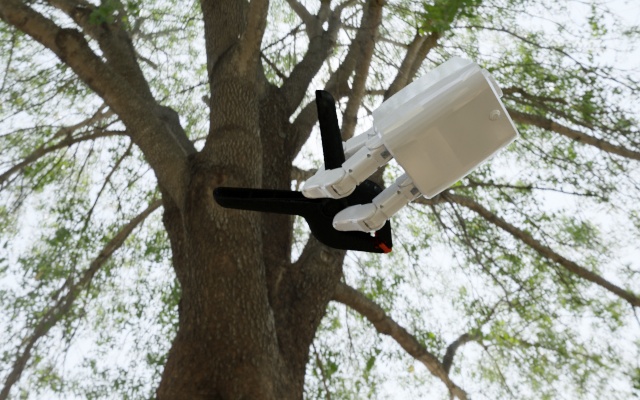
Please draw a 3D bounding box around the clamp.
[{"bbox_3d":[0.000,0.001,0.527,0.164,0.210,0.036,-35,32,15],"label":"clamp"}]
